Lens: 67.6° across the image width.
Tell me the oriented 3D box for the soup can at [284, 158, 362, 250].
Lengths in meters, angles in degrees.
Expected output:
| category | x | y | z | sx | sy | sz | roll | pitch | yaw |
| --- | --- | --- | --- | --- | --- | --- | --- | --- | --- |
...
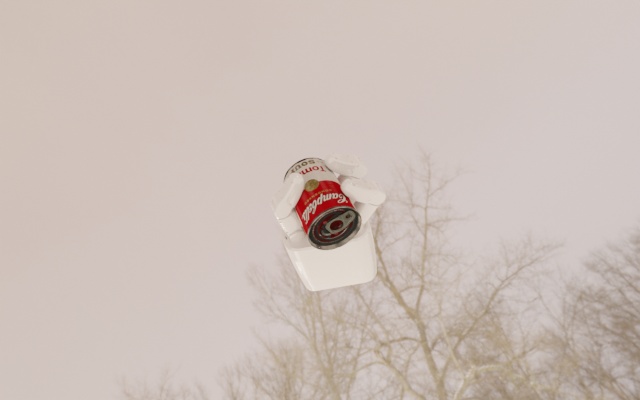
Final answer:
| category | x | y | z | sx | sy | sz | roll | pitch | yaw |
| --- | --- | --- | --- | --- | --- | --- | --- | --- | --- |
| soup can | 0.000 | 0.001 | 0.591 | 0.068 | 0.068 | 0.102 | 0 | 39 | -26 |
